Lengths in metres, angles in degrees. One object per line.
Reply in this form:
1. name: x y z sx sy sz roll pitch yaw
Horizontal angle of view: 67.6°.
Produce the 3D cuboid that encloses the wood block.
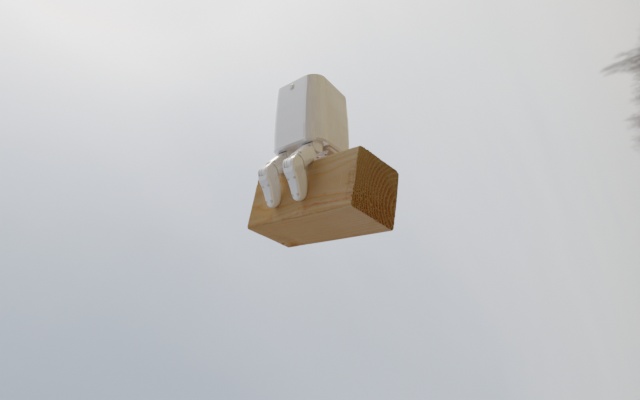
1. wood block: 0.000 0.002 0.690 0.206 0.090 0.091 -14 -32 43
